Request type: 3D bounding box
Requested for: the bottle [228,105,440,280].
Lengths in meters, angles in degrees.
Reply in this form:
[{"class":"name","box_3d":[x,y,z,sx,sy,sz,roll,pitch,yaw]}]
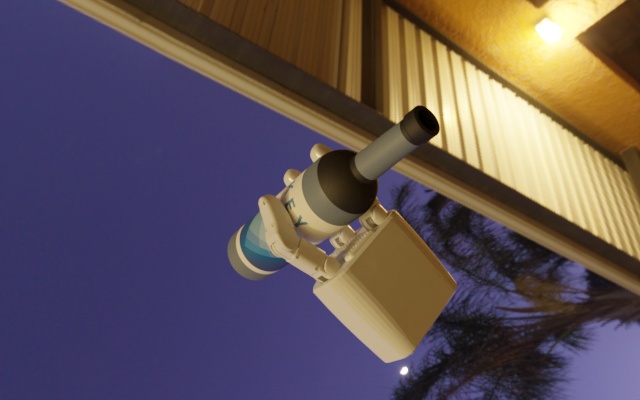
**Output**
[{"class":"bottle","box_3d":[0.000,0.002,0.468,0.069,0.069,0.296,0,-25,-38]}]
